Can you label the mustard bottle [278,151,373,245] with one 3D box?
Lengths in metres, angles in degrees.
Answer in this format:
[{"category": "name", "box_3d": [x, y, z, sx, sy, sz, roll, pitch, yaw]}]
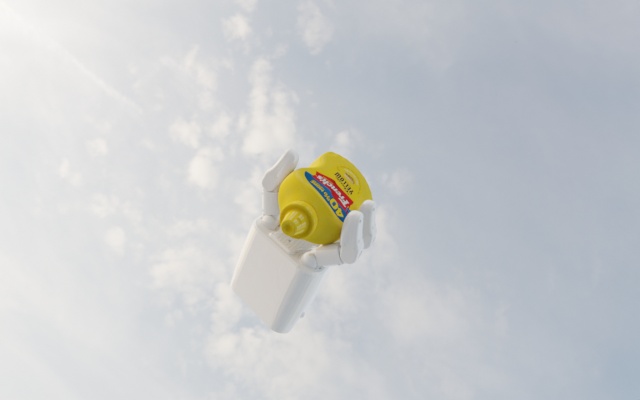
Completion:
[{"category": "mustard bottle", "box_3d": [0.000, 0.002, 0.573, 0.058, 0.096, 0.191, -38, 0, 27]}]
